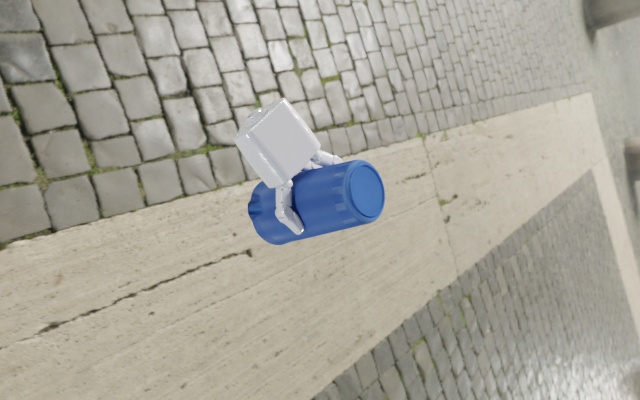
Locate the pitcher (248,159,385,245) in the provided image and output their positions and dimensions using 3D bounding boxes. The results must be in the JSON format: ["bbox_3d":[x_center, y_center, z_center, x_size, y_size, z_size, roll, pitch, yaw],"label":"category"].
[{"bbox_3d":[0.000,0.003,0.870,0.243,0.145,0.149,-13,32,44],"label":"pitcher"}]
